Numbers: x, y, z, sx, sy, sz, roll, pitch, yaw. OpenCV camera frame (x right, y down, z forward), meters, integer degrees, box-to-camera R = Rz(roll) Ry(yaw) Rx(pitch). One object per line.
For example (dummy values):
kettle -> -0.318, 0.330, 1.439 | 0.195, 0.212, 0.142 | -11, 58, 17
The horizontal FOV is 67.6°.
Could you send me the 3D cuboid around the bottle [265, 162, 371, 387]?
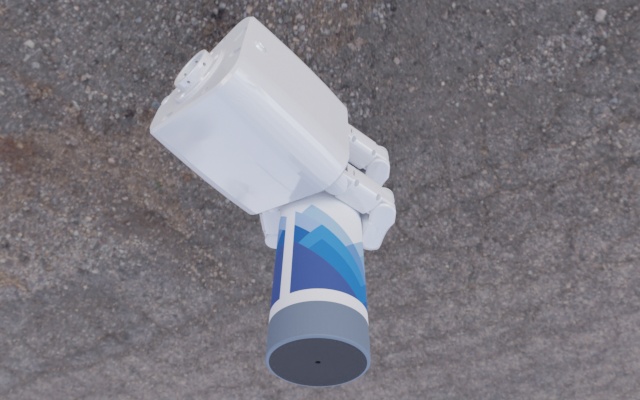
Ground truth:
bottle -> 0.000, 0.002, 0.406 | 0.069, 0.069, 0.295 | 0, 43, 1
